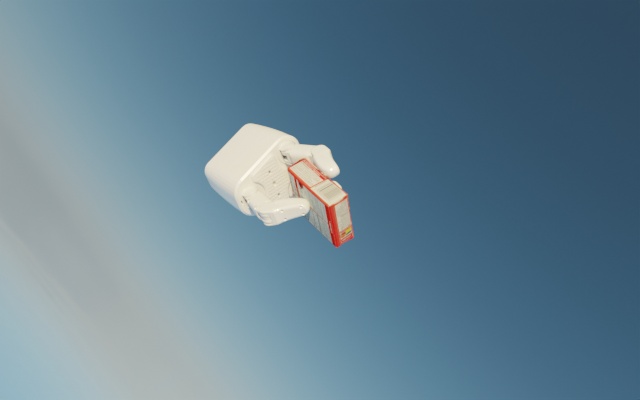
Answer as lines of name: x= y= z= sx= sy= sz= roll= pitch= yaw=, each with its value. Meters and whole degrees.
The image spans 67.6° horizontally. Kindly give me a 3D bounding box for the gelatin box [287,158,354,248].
gelatin box: x=0.000 y=0.002 z=0.565 sx=0.030 sy=0.073 sz=0.089 roll=-31 pitch=48 yaw=-19
